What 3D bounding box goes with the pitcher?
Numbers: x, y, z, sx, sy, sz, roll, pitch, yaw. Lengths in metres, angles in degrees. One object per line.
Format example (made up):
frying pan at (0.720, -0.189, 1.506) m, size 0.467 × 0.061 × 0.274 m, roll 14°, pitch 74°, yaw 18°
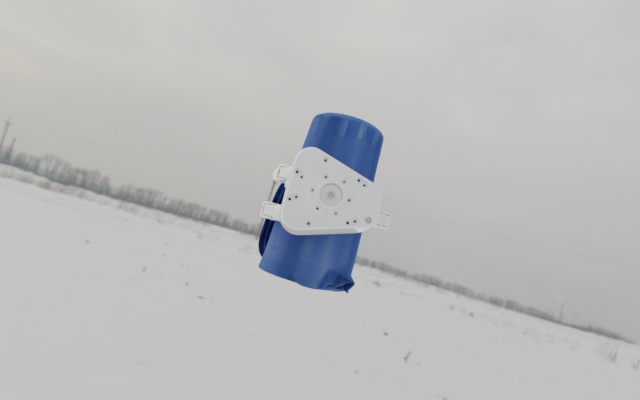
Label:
pitcher at (0.000, 0.002, 0.694) m, size 0.149 × 0.243 × 0.145 m, roll 17°, pitch -5°, yaw -1°
